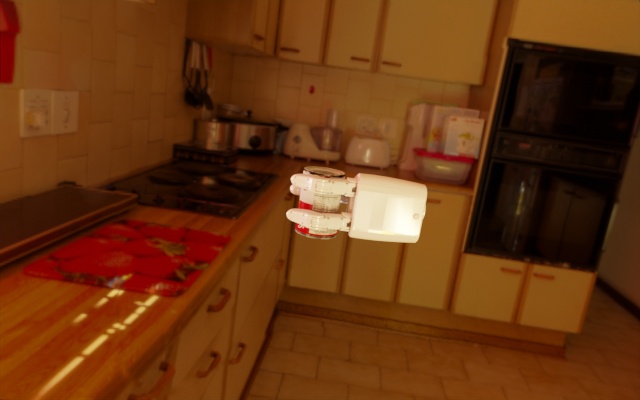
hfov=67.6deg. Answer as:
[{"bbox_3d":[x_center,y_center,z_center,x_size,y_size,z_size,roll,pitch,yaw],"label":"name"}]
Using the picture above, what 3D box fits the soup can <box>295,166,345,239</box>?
[{"bbox_3d":[0.000,0.002,0.755,0.068,0.102,0.068,8,13,-2],"label":"soup can"}]
